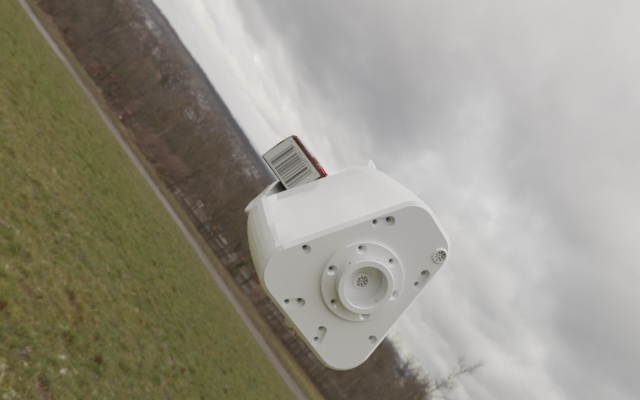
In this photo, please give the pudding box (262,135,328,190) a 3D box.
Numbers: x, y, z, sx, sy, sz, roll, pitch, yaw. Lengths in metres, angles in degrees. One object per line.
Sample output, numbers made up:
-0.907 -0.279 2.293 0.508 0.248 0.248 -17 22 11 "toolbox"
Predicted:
0.000 0.001 0.445 0.039 0.113 0.090 -34 -11 1 "pudding box"
